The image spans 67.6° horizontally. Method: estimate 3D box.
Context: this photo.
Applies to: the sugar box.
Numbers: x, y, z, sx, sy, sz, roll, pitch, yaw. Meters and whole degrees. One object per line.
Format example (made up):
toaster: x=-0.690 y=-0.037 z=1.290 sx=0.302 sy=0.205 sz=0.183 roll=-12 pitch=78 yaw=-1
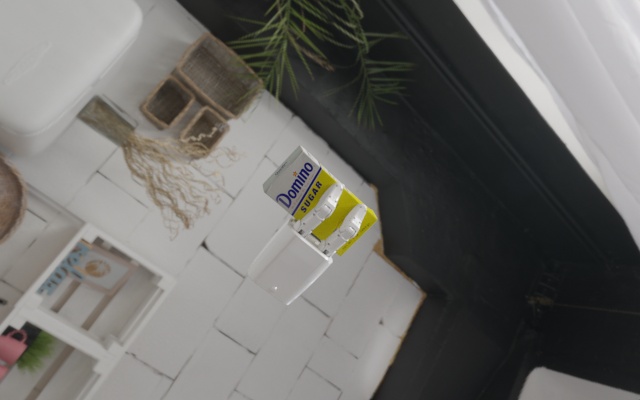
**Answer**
sugar box: x=0.000 y=0.003 z=0.784 sx=0.176 sy=0.093 sz=0.048 roll=40 pitch=9 yaw=-22
